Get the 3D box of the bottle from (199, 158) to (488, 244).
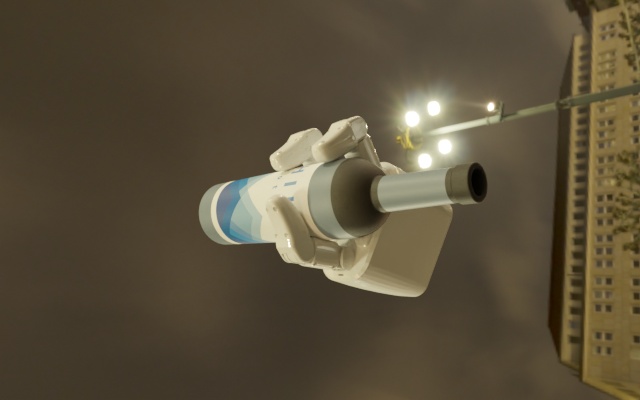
[{"bbox_3d":[0.000,0.001,0.416,0.069,0.069,0.296,0,-5,-45],"label":"bottle"}]
